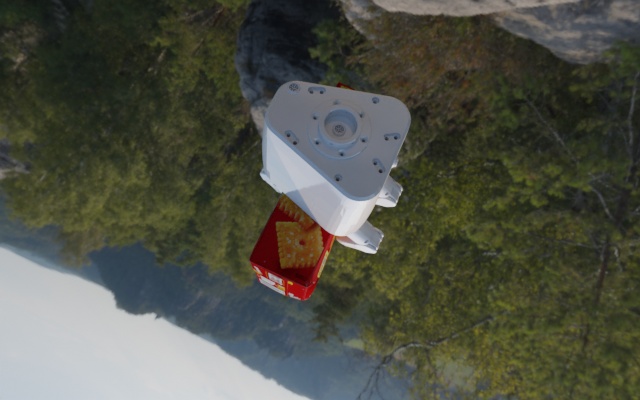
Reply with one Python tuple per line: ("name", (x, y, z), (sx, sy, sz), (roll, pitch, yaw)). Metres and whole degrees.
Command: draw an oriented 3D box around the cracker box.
("cracker box", (0.000, 0.002, 0.549), (0.072, 0.213, 0.164), (25, -17, 4))
